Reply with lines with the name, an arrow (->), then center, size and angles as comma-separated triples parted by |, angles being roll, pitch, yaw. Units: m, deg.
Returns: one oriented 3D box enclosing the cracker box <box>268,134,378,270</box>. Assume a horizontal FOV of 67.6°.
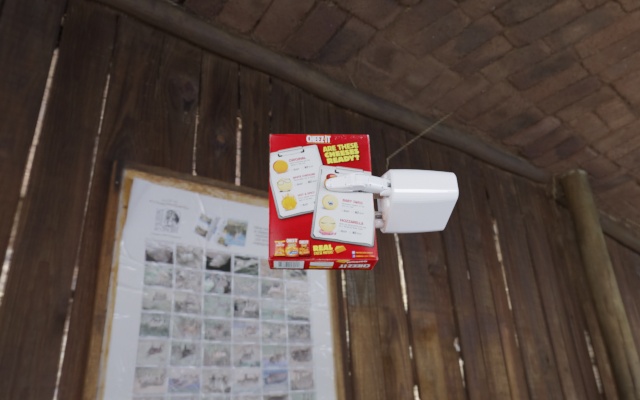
cracker box -> 0.000, 0.003, 0.763 | 0.164, 0.213, 0.072 | 0, -24, -4
